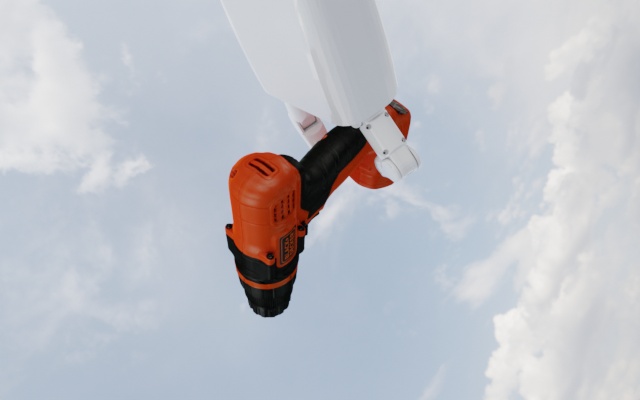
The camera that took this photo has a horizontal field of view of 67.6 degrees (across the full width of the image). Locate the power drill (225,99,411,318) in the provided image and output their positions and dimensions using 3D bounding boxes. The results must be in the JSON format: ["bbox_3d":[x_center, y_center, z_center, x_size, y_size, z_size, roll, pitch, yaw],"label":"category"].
[{"bbox_3d":[0.000,0.001,0.415,0.057,0.185,0.187,32,54,21],"label":"power drill"}]
